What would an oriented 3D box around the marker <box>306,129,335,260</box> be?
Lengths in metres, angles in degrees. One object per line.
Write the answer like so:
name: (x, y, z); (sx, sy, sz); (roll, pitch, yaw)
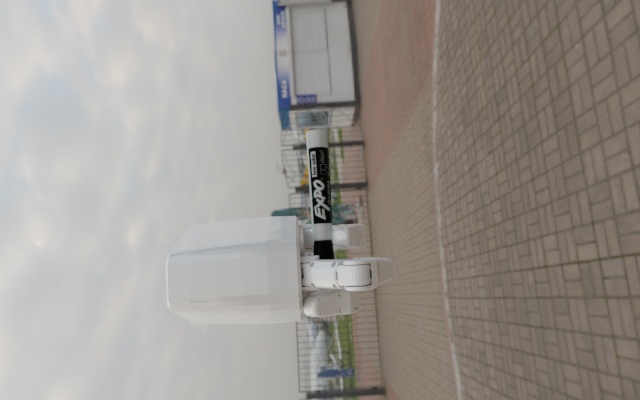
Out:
marker: (0.000, 0.001, 0.402); (0.020, 0.121, 0.020); (-3, -5, 0)
